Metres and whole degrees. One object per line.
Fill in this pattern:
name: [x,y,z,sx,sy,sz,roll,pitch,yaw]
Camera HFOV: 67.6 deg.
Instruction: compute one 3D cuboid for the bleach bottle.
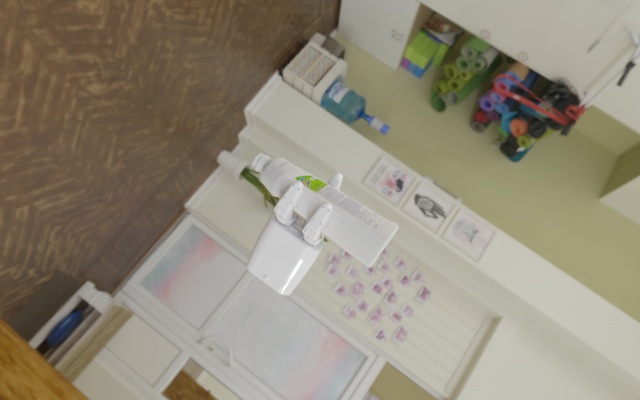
bleach bottle: [0.000,0.003,0.771,0.251,0.068,0.102,35,20,9]
